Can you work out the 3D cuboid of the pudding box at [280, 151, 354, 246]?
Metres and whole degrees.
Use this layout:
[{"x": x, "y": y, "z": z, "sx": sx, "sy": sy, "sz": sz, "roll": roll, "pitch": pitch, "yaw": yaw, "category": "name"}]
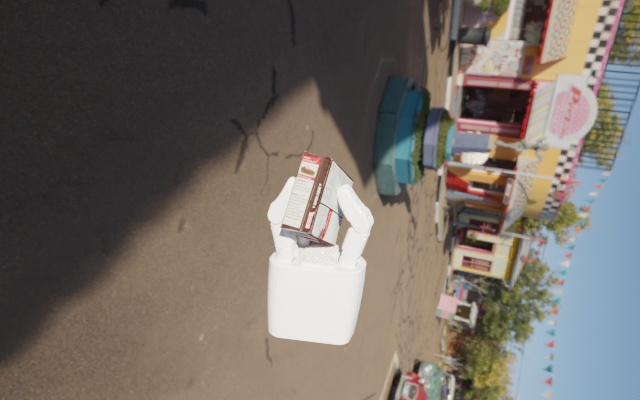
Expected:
[{"x": 0.000, "y": 0.002, "z": 0.561, "sx": 0.039, "sy": 0.090, "sz": 0.113, "roll": 14, "pitch": -7, "yaw": 17, "category": "pudding box"}]
